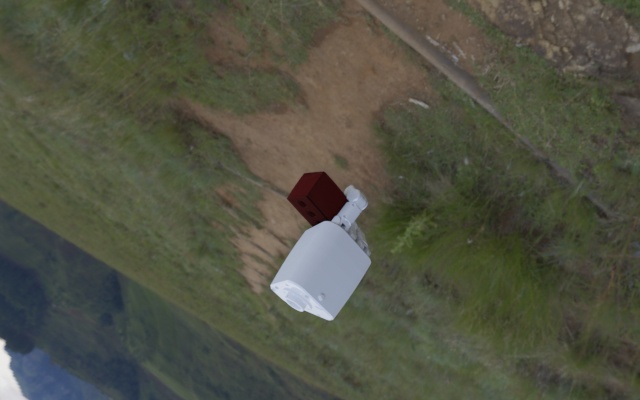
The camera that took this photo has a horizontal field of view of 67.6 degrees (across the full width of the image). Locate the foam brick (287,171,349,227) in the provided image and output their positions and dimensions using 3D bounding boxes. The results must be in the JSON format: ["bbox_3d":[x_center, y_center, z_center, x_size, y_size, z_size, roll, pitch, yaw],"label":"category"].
[{"bbox_3d":[0.000,0.002,0.708,0.078,0.051,0.053,48,-28,-24],"label":"foam brick"}]
